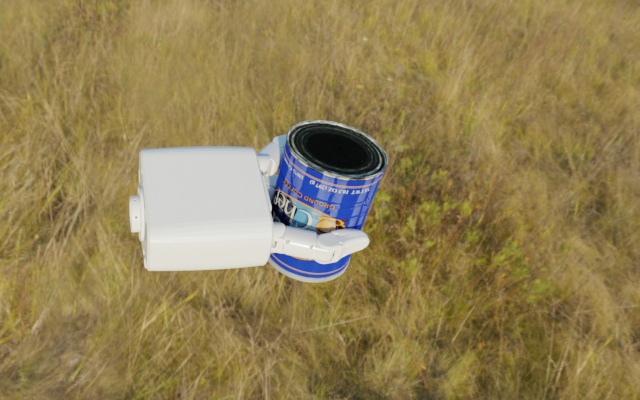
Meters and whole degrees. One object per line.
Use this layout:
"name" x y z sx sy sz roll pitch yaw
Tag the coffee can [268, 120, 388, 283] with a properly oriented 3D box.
"coffee can" 0.000 0.002 0.504 0.103 0.140 0.102 11 36 -8
